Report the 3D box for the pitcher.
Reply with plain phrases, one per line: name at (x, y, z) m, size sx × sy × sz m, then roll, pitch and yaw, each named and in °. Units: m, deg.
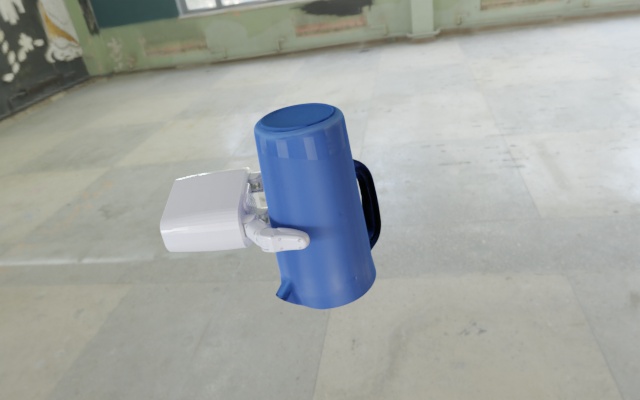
pitcher at (0.000, 0.002, 0.615) m, size 0.145 × 0.243 × 0.149 m, roll -6°, pitch 28°, yaw 8°
